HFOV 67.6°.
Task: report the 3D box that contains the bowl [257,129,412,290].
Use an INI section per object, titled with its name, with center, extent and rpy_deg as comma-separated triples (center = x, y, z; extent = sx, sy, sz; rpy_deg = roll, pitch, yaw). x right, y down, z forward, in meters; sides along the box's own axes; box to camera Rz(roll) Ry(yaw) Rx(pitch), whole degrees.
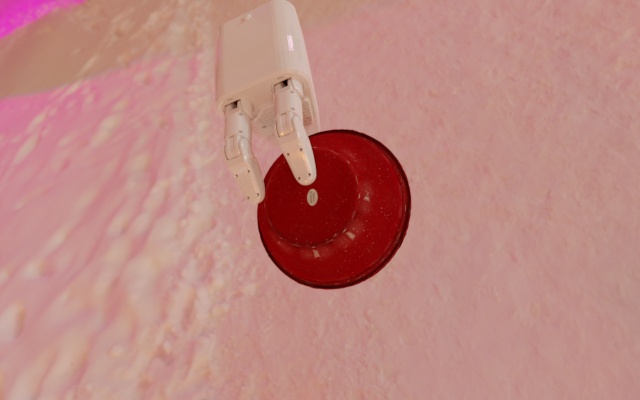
[bowl]
center = 0.000, 0.002, 0.447
extent = 0.162, 0.162, 0.055
rpy_deg = 0, -11, 22
